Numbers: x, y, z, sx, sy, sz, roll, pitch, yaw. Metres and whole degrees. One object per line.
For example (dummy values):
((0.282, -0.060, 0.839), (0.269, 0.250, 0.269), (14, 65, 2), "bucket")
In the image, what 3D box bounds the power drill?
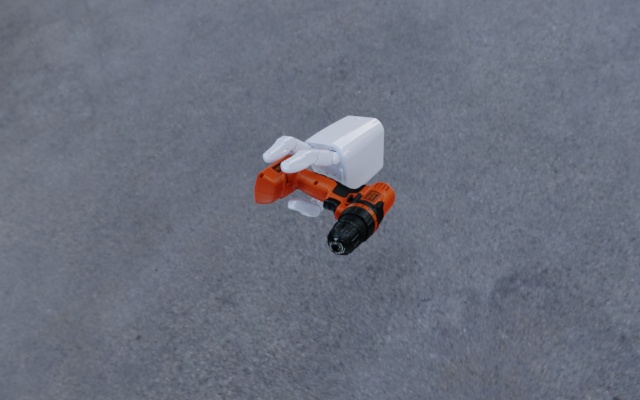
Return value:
((0.000, 0.002, 0.700), (0.187, 0.057, 0.184), (22, 30, 18), "power drill")
